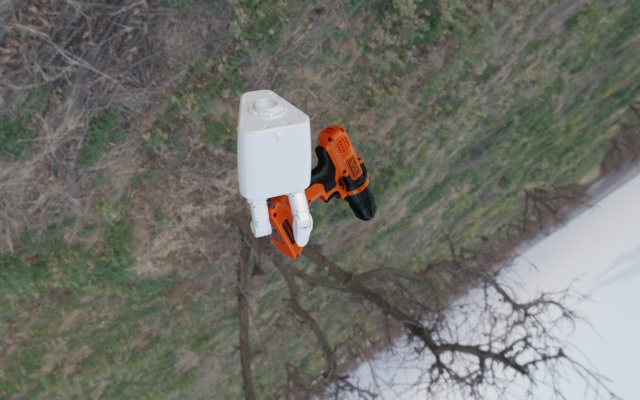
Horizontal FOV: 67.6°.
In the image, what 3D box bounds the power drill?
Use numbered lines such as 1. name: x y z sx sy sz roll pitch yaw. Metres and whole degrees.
1. power drill: 0.000 0.003 0.748 0.187 0.184 0.057 -42 34 -22
